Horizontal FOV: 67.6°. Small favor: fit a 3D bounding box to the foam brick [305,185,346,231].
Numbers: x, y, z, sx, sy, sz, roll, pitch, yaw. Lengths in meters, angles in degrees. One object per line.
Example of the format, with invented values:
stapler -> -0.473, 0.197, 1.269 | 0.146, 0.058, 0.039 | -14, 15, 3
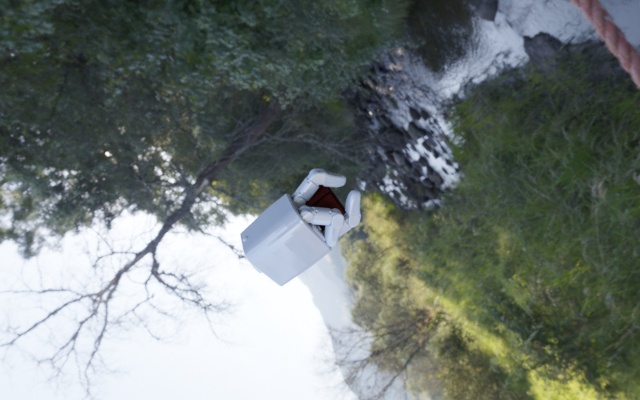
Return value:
foam brick -> 0.000, 0.003, 0.800 | 0.051, 0.053, 0.078 | -39, 27, 4
